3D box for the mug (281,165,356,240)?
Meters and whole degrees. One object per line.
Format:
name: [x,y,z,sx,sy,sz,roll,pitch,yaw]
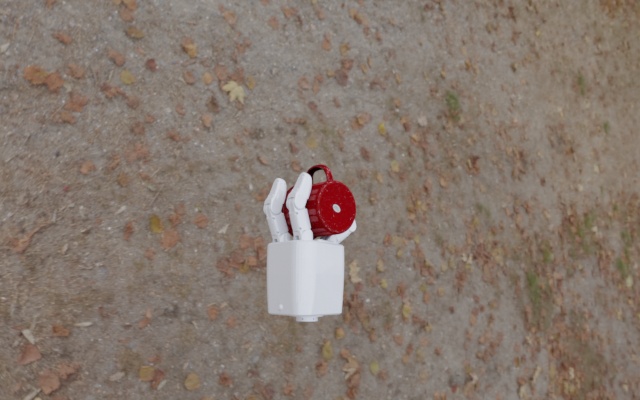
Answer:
mug: [0.000,0.001,0.735,0.093,0.117,0.081,7,-12,-40]
